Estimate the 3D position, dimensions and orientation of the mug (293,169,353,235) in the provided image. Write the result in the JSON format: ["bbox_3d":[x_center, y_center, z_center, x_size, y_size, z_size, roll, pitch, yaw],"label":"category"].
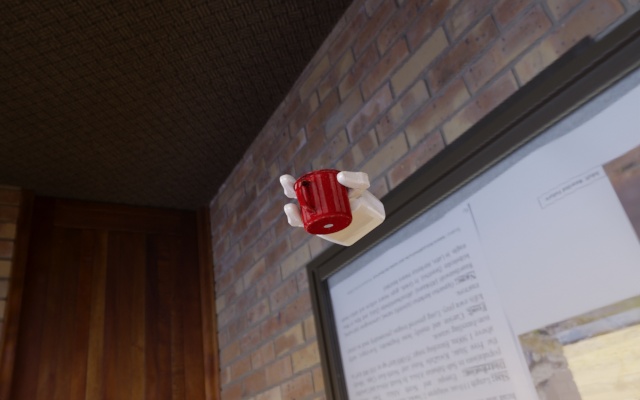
[{"bbox_3d":[-0.001,0.002,0.782,0.093,0.081,0.117,-25,-29,26],"label":"mug"}]
